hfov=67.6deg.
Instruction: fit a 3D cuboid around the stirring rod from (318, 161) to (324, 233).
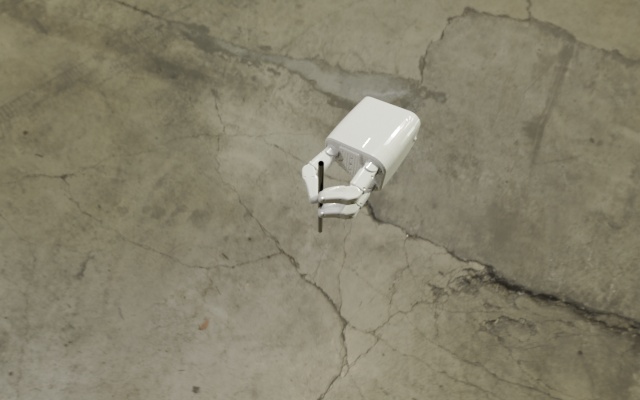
[{"bbox_3d":[0.000,0.002,0.717,0.011,0.011,0.240,0,-24,0],"label":"stirring rod"}]
